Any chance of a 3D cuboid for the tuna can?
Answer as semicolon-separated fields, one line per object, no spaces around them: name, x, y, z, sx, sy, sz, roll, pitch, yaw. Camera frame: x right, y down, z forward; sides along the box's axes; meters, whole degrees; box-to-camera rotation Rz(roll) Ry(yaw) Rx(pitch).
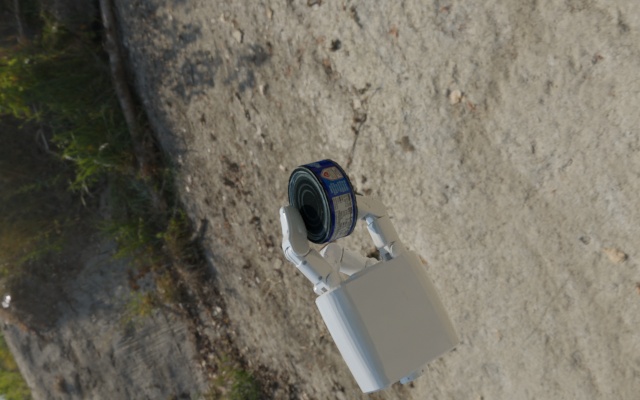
tuna can;0.000;0.002;0.498;0.034;0.086;0.086;-16;8;-30
